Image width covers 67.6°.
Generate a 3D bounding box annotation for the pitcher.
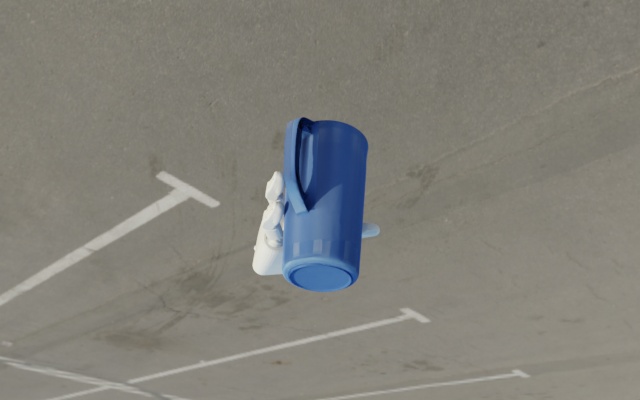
[{"bbox_3d":[0.000,0.002,0.716,0.149,0.242,0.145,12,-34,-13],"label":"pitcher"}]
